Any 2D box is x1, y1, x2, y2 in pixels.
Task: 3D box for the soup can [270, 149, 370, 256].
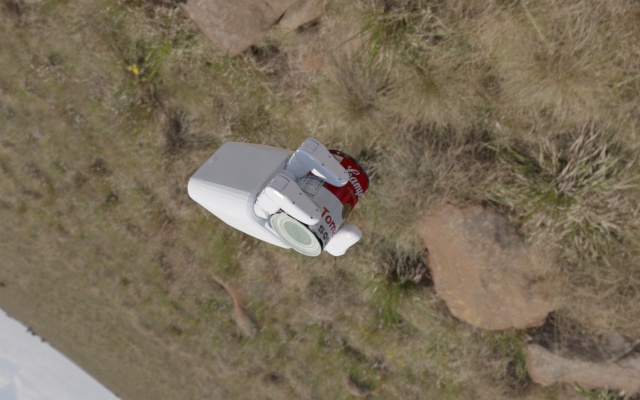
[{"bbox_3d":[0.000,0.002,0.525,0.068,0.068,0.102,0,44,48],"label":"soup can"}]
